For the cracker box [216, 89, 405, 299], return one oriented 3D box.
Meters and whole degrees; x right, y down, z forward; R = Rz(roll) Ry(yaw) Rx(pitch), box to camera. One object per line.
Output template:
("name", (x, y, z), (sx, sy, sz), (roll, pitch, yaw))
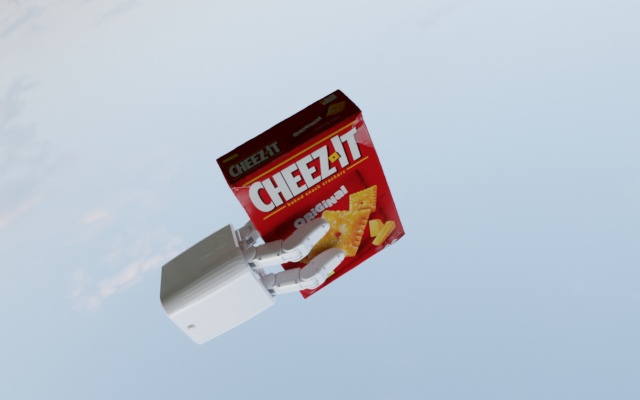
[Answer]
("cracker box", (0.000, 0.002, 0.582), (0.164, 0.214, 0.072), (-31, 42, -5))
